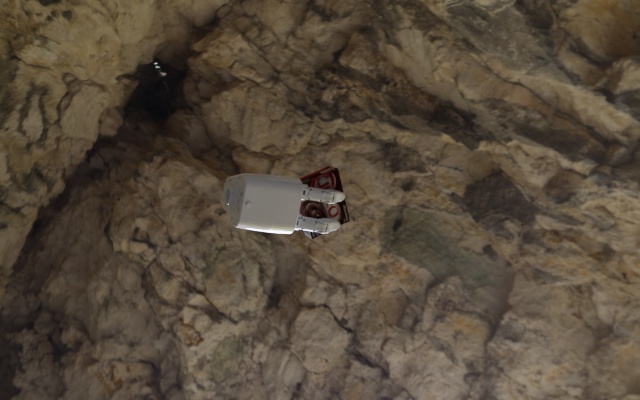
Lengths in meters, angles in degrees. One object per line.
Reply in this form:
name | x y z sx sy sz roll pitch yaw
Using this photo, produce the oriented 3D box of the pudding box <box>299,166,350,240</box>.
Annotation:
pudding box | 0.000 0.003 0.892 0.090 0.113 0.039 -25 26 -25
